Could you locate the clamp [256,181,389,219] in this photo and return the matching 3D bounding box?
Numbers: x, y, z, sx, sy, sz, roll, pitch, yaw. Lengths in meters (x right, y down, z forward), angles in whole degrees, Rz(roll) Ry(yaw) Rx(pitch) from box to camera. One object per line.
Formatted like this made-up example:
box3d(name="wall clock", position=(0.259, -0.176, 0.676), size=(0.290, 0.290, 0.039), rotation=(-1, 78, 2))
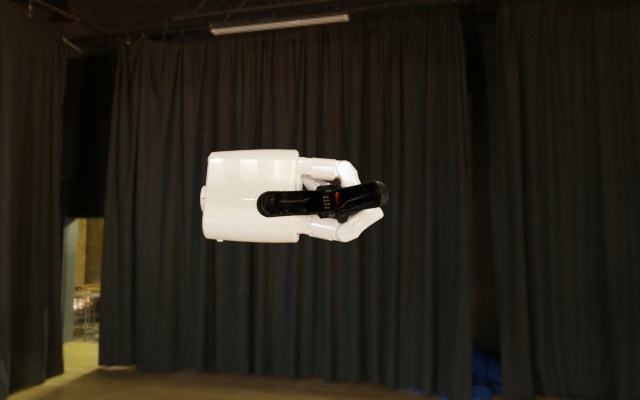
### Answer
box3d(name="clamp", position=(0.000, 0.001, 0.499), size=(0.120, 0.039, 0.171), rotation=(1, -5, -1))
